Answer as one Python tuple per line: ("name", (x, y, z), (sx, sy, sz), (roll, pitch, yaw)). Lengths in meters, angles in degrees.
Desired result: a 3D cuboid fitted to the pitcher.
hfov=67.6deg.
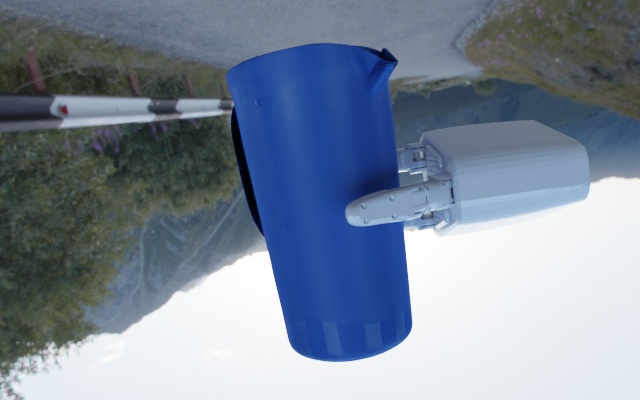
("pitcher", (0.000, 0.001, 0.409), (0.145, 0.243, 0.149), (-9, 5, -2))
